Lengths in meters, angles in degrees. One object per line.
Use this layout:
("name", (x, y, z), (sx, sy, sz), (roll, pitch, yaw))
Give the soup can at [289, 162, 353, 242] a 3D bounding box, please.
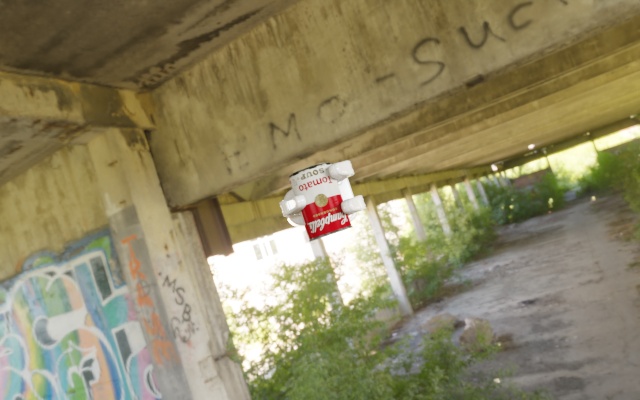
("soup can", (0.000, 0.002, 0.704), (0.068, 0.102, 0.068), (-18, -4, -1))
